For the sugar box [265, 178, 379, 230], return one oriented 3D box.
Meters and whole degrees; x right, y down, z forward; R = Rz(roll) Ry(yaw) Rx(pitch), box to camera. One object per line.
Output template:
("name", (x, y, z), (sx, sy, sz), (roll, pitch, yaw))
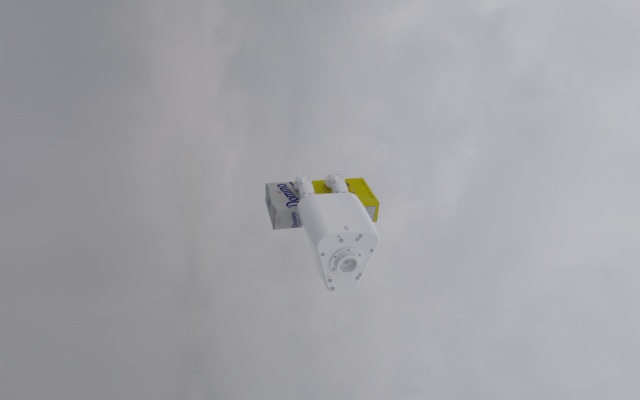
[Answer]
("sugar box", (0.000, 0.002, 0.805), (0.176, 0.048, 0.093), (-2, 30, -16))
